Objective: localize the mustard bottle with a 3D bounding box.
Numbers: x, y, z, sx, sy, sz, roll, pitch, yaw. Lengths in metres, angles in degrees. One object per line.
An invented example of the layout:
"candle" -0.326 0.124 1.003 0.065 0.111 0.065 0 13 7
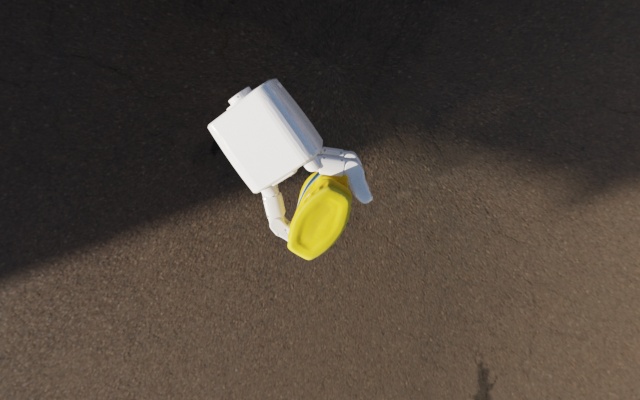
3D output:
"mustard bottle" 0.000 0.002 0.636 0.058 0.096 0.191 30 14 -7
